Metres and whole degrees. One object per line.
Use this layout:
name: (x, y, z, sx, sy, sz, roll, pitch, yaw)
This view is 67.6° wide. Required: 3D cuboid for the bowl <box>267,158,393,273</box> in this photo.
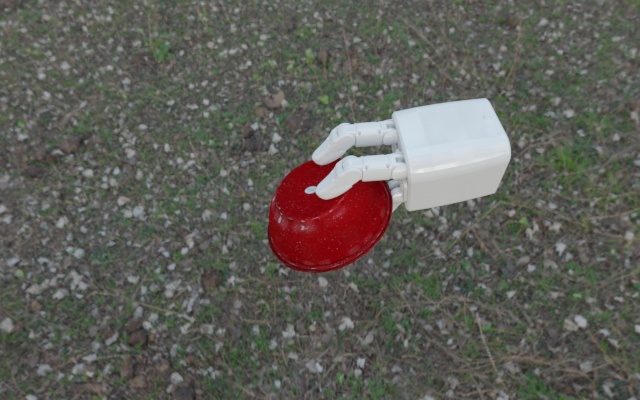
bowl: (-0.001, 0.002, 0.560, 0.162, 0.162, 0.055, 0, -37, 27)
